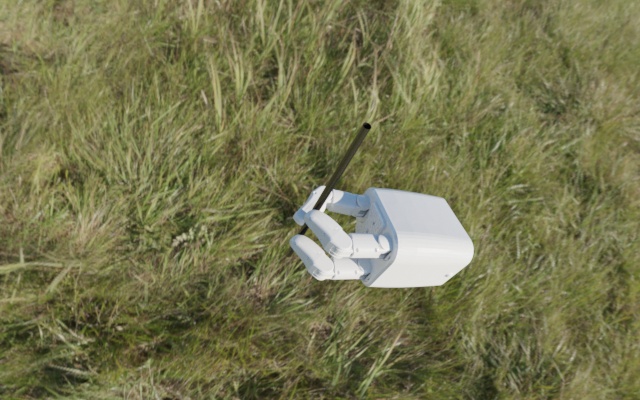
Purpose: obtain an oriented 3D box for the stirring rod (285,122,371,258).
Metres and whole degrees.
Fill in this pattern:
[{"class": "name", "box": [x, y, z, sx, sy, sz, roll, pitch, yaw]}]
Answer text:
[{"class": "stirring rod", "box": [0.000, 0.002, 0.504, 0.011, 0.011, 0.240, 0, -33, -24]}]
